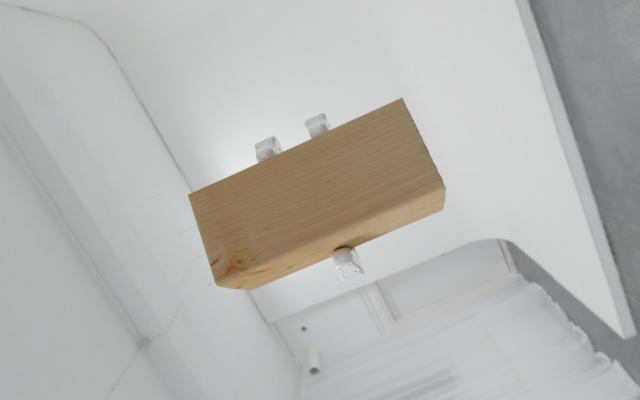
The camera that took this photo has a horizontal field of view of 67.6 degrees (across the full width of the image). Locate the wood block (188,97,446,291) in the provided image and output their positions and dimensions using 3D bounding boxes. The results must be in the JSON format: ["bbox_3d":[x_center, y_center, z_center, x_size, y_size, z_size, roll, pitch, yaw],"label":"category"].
[{"bbox_3d":[0.000,0.002,0.441,0.206,0.090,0.090,-24,-17,6],"label":"wood block"}]
